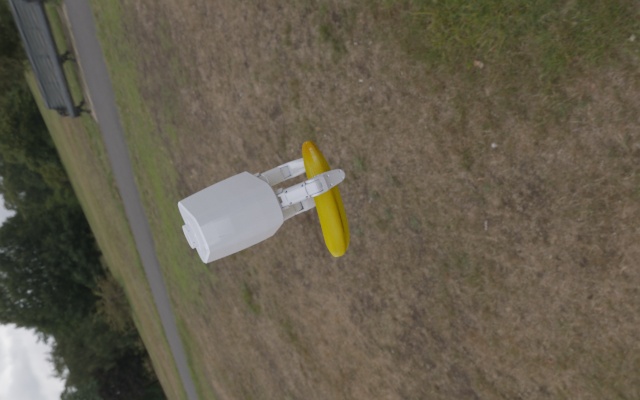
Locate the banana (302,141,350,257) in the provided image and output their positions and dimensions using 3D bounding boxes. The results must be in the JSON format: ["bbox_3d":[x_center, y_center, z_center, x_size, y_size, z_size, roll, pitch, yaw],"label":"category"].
[{"bbox_3d":[0.010,0.012,0.684,0.037,0.198,0.069,-25,33,-18],"label":"banana"}]
